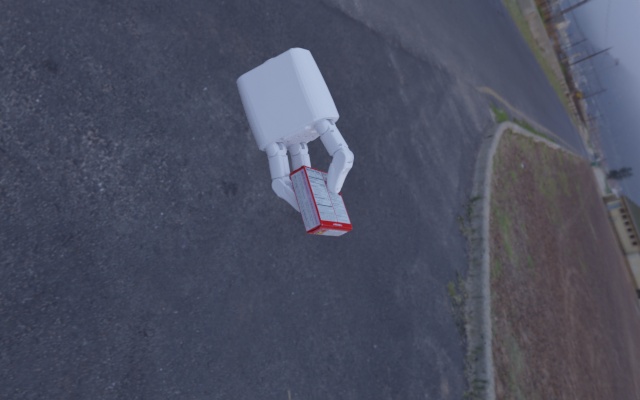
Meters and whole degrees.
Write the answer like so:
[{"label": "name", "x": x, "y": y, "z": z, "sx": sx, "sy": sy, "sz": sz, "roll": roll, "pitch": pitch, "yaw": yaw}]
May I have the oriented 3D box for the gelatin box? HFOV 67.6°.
[{"label": "gelatin box", "x": 0.001, "y": 0.002, "z": 0.642, "sx": 0.030, "sy": 0.089, "sz": 0.073, "roll": -29, "pitch": -22, "yaw": 29}]
